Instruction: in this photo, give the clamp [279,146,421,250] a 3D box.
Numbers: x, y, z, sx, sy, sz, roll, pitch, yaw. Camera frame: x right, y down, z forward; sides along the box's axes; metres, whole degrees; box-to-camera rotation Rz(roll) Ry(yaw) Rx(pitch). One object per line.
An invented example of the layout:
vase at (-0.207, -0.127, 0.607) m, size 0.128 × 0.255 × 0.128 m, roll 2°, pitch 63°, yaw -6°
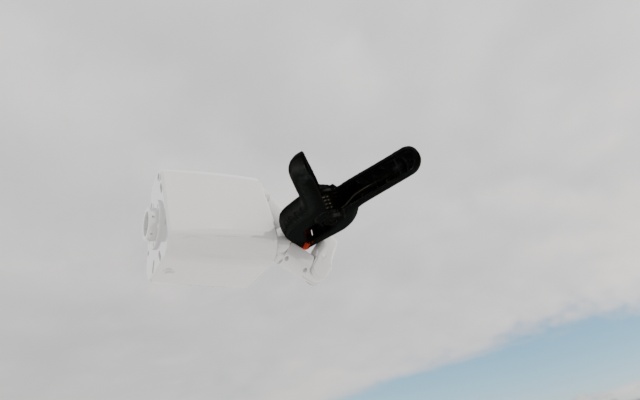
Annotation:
clamp at (0.000, 0.001, 0.442) m, size 0.120 × 0.039 × 0.171 m, roll 5°, pitch -33°, yaw -31°
